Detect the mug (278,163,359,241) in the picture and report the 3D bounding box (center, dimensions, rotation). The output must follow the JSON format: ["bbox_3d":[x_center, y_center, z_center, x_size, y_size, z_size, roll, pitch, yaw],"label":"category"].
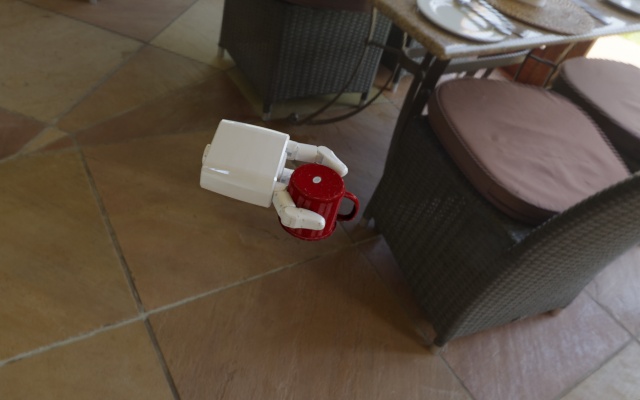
[{"bbox_3d":[0.002,0.003,0.711,0.117,0.082,0.093,13,43,-4],"label":"mug"}]
